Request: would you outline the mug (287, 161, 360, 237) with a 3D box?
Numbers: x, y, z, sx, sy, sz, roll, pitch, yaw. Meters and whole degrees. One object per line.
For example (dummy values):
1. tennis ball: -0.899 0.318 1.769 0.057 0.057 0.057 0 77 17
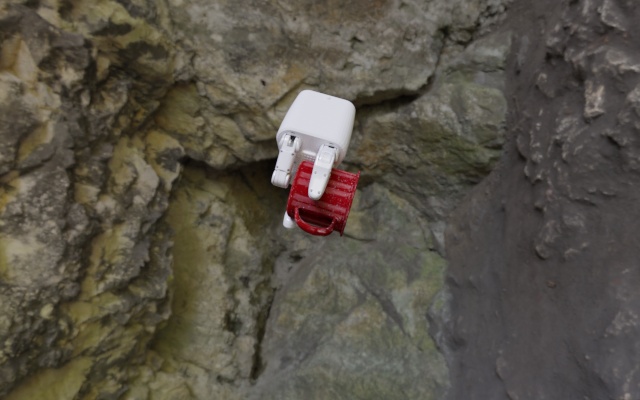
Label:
1. mug: 0.000 0.003 0.644 0.081 0.093 0.117 16 46 3
